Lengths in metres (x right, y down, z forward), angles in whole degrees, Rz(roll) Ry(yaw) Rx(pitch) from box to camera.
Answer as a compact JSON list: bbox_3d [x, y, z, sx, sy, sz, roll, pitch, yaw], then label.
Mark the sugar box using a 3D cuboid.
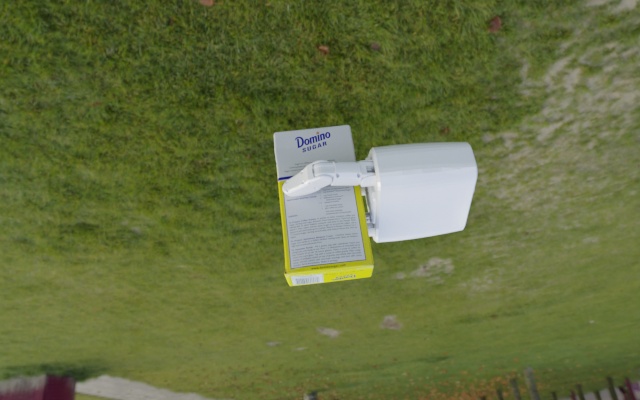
[{"bbox_3d":[0.000,0.002,0.539,0.093,0.176,0.048,-6,-28,-2],"label":"sugar box"}]
